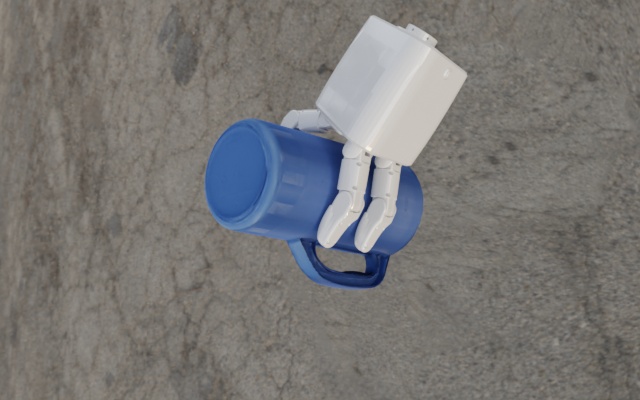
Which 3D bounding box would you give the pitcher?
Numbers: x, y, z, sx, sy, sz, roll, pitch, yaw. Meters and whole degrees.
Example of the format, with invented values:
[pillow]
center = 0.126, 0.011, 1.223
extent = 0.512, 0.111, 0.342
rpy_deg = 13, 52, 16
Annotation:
[pitcher]
center = 0.000, 0.002, 0.528
extent = 0.243, 0.145, 0.149
rpy_deg = 12, 26, -48
